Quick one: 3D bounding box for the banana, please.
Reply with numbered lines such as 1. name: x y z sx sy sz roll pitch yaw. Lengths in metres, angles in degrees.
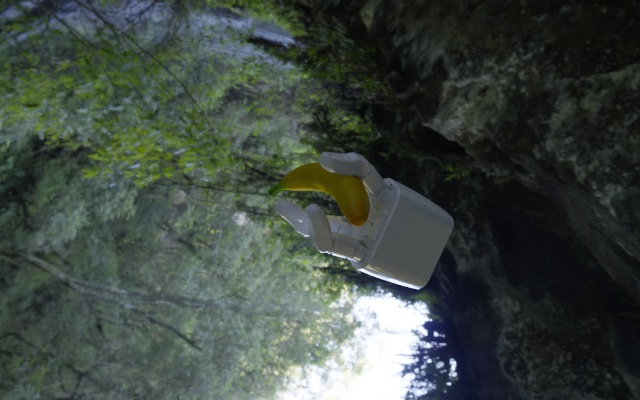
1. banana: 0.008 -0.014 0.580 0.037 0.069 0.198 39 -13 -32
